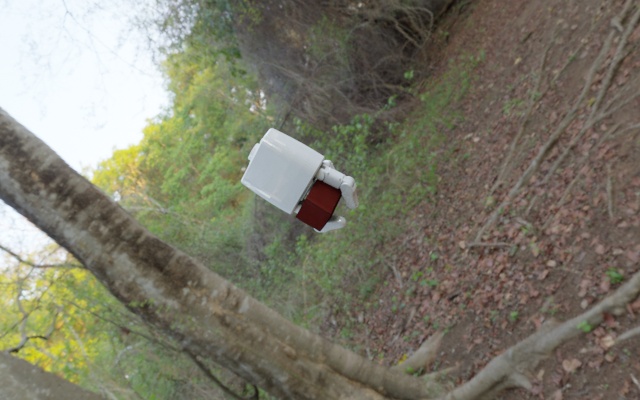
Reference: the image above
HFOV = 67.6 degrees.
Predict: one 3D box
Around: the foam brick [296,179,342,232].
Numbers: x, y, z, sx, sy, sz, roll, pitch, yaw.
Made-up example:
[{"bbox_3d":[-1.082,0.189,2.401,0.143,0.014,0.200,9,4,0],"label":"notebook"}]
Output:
[{"bbox_3d":[0.000,0.003,0.813,0.051,0.078,0.053,31,-46,-3],"label":"foam brick"}]
